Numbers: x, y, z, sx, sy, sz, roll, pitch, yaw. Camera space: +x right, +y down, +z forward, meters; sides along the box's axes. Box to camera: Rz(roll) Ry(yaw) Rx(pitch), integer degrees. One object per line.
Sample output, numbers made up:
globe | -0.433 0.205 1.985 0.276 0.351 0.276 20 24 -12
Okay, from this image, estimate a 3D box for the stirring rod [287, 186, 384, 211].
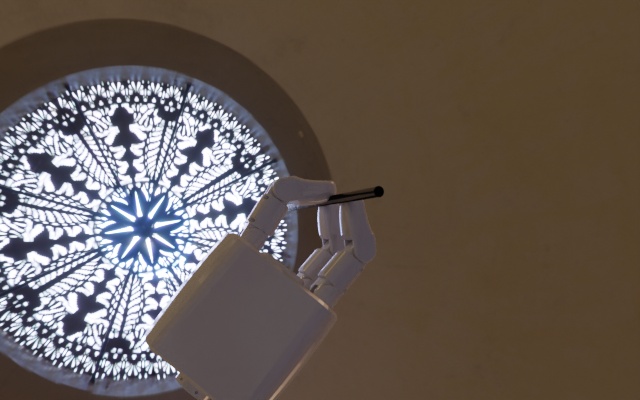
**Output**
stirring rod | 0.000 0.001 0.447 0.011 0.011 0.239 0 -4 -20
